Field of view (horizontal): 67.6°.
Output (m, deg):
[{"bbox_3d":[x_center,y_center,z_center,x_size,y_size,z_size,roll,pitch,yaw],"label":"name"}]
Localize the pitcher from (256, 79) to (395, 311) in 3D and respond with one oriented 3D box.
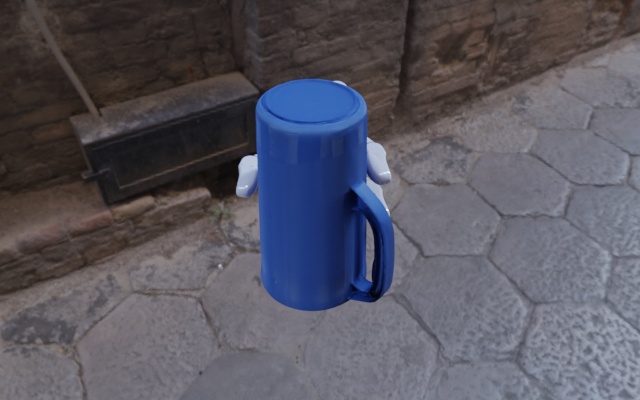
[{"bbox_3d":[0.000,0.002,0.525,0.149,0.243,0.145,-3,39,-4],"label":"pitcher"}]
